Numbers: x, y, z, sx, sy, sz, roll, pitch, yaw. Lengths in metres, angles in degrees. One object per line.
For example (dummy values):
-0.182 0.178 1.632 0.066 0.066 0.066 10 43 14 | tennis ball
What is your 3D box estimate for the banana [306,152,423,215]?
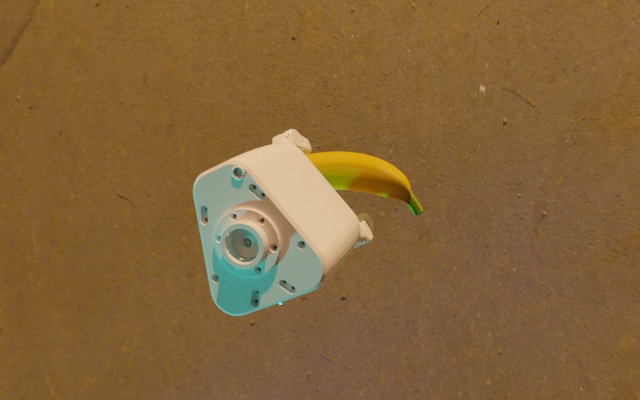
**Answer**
0.002 -0.016 0.482 0.198 0.070 0.037 2 22 13 | banana
